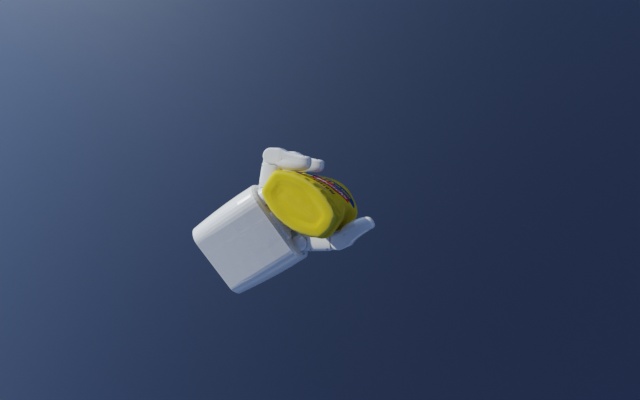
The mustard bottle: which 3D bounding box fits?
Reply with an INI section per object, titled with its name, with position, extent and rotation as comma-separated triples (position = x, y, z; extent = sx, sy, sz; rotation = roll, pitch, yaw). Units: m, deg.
[mustard bottle]
position = 0.000, 0.002, 0.624
extent = 0.096, 0.058, 0.191
rotation = 35, 10, 13
